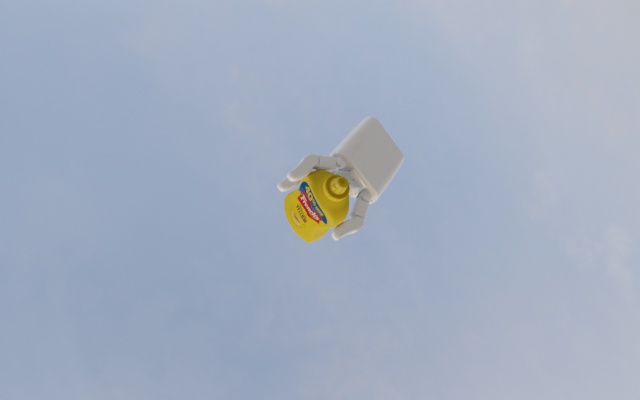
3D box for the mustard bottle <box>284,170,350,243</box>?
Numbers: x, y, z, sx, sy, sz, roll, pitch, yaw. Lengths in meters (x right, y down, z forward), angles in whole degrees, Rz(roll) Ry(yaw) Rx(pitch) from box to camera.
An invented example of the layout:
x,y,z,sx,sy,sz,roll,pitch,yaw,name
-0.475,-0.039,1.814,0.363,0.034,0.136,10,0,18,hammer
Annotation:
x,y,z,sx,sy,sz,roll,pitch,yaw,name
0.000,0.003,0.788,0.058,0.096,0.192,-23,-8,-27,mustard bottle
